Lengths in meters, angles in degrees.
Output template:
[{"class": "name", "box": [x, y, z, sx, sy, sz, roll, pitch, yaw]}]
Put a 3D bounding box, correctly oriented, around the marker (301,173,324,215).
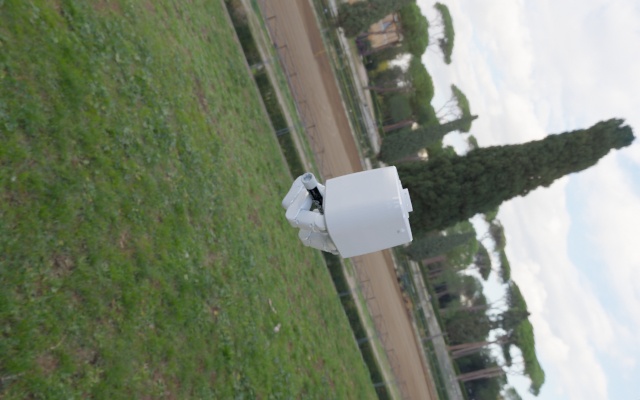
[{"class": "marker", "box": [0.000, 0.002, 0.705, 0.020, 0.020, 0.121, 0, -34, 21]}]
